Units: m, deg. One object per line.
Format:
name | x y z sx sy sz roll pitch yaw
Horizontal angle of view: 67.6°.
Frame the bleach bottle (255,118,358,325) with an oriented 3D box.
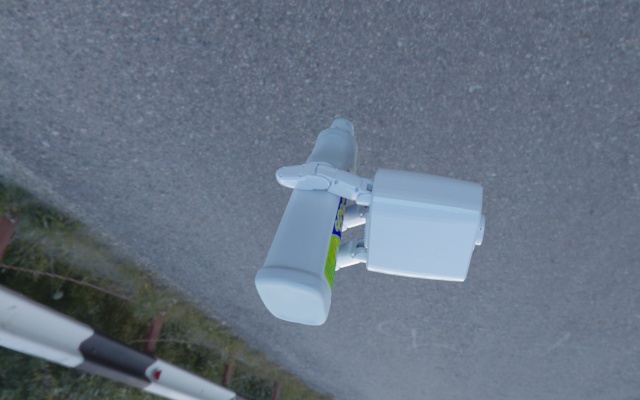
bleach bottle | 0.000 0.002 0.530 0.068 0.250 0.103 7 -34 12
